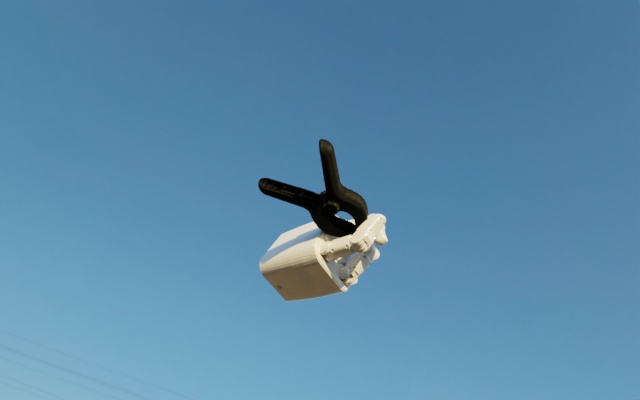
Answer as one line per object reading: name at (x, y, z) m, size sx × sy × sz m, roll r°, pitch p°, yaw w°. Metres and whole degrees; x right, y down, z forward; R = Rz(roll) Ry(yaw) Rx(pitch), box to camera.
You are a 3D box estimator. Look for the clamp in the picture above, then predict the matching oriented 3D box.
clamp at (0.000, 0.002, 0.654) m, size 0.120 × 0.171 × 0.039 m, roll -19°, pitch 34°, yaw 28°
